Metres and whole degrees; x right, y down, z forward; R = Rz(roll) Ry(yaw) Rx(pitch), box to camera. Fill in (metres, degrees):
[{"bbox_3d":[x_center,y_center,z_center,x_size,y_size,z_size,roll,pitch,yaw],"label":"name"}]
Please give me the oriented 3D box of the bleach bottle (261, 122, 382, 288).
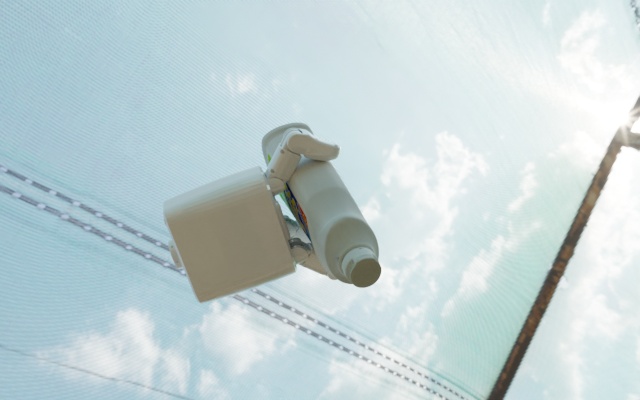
[{"bbox_3d":[0.000,0.002,0.496,0.068,0.103,0.250,-20,29,-8],"label":"bleach bottle"}]
